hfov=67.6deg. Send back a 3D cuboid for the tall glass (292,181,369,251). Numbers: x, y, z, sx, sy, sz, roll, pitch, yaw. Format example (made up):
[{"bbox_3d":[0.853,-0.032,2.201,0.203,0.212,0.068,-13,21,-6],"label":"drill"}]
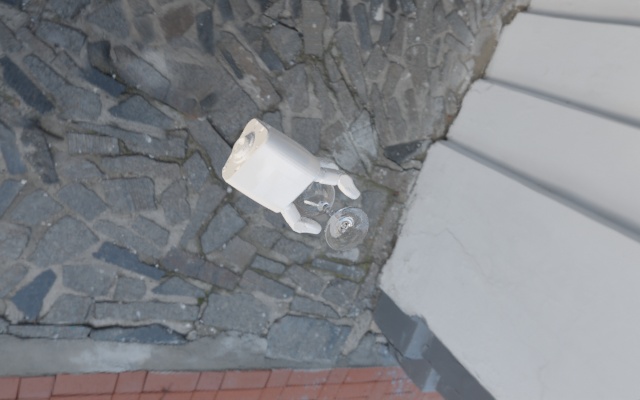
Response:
[{"bbox_3d":[0.000,0.003,0.801,0.079,0.079,0.201,0,24,-26],"label":"tall glass"}]
